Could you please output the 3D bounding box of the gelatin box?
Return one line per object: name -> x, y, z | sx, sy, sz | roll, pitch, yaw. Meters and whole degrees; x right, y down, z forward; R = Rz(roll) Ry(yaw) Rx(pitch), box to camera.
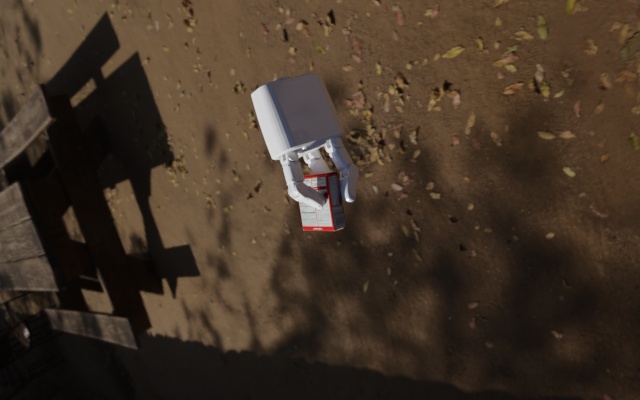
gelatin box -> 0.000, 0.003, 0.748 | 0.030, 0.089, 0.073 | -13, 7, -43
